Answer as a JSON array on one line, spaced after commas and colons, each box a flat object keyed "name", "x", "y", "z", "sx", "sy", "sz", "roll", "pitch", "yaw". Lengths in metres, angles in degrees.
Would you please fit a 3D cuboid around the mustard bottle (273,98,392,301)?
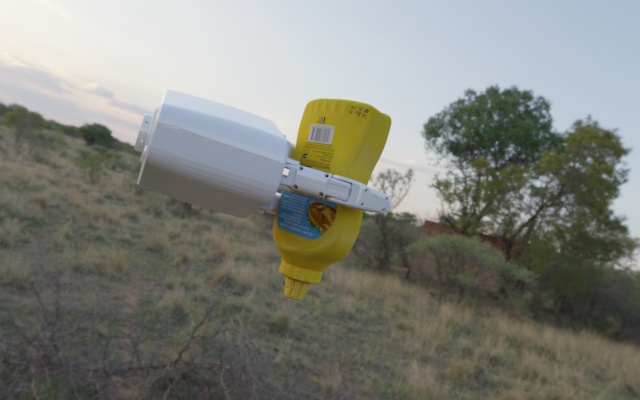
[{"name": "mustard bottle", "x": 0.000, "y": 0.001, "z": 0.459, "sx": 0.096, "sy": 0.191, "sz": 0.058, "roll": 15, "pitch": -1, "yaw": 45}]
